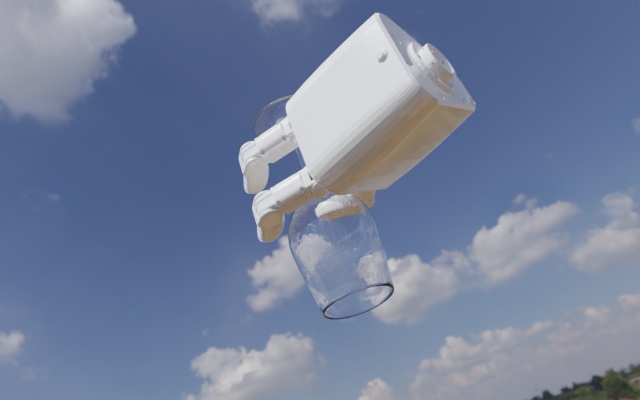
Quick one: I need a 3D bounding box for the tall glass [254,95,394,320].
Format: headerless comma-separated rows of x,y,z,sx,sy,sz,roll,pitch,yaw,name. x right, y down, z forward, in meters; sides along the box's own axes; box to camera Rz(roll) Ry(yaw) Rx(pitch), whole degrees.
0.000,0.001,0.431,0.079,0.201,0.079,-15,-30,-9,tall glass
